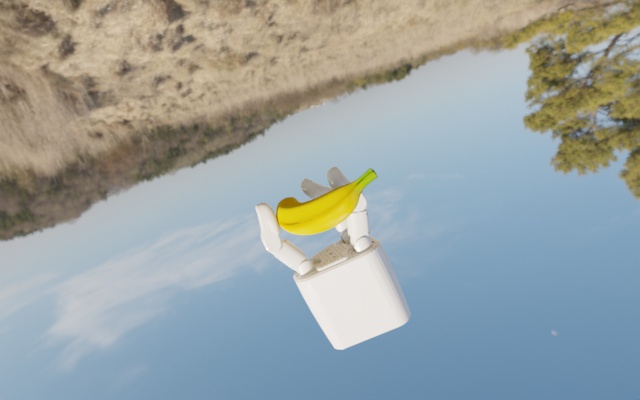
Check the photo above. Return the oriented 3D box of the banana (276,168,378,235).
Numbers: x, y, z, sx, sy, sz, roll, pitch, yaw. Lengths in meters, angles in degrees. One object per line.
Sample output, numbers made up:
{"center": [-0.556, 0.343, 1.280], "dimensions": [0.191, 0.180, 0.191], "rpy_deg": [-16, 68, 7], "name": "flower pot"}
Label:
{"center": [-0.011, 0.011, 0.542], "dimensions": [0.069, 0.037, 0.198], "rpy_deg": [-39, 13, -30], "name": "banana"}
